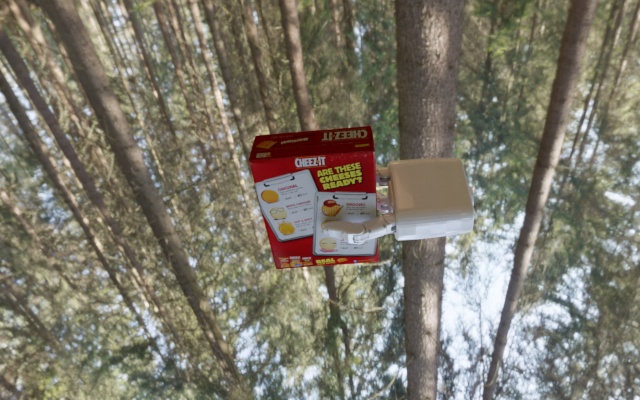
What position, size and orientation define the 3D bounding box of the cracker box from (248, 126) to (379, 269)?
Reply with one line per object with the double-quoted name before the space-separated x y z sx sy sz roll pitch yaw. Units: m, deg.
"cracker box" 0.000 0.003 0.694 0.164 0.214 0.072 -4 41 4
